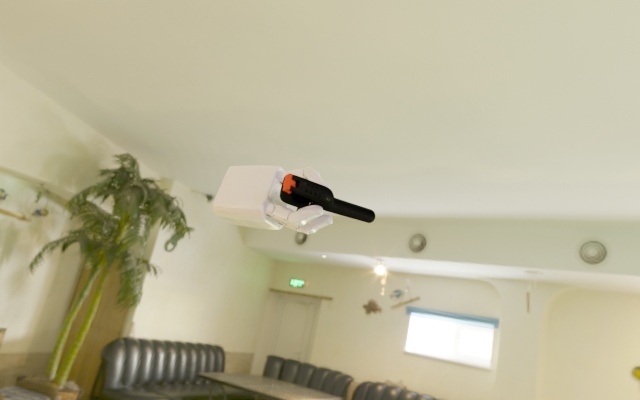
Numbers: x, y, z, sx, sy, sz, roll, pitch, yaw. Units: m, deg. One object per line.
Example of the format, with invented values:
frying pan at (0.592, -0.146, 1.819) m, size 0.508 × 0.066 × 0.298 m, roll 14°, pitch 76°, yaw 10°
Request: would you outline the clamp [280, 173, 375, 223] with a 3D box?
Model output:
clamp at (0.000, 0.002, 0.842) m, size 0.164 × 0.036 × 0.210 m, roll 1°, pitch -18°, yaw 19°
